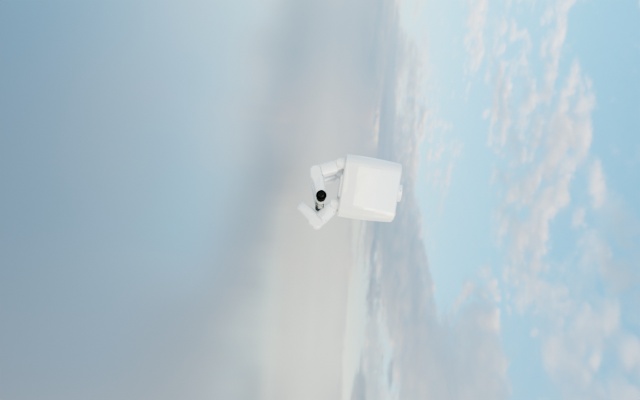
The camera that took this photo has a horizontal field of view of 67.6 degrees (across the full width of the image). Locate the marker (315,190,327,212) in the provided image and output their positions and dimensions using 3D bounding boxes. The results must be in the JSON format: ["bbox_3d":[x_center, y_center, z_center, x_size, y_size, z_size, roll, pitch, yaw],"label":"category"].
[{"bbox_3d":[0.000,0.003,0.867,0.020,0.020,0.121,0,-13,-2],"label":"marker"}]
